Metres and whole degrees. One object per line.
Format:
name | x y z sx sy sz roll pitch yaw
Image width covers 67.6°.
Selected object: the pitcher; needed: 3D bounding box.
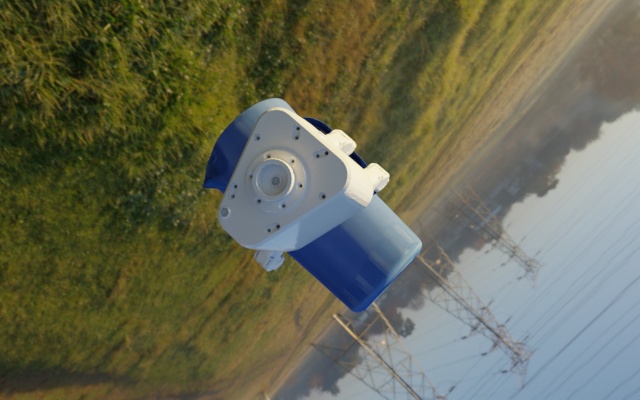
pitcher | 0.000 0.002 0.553 0.243 0.149 0.145 44 4 13
